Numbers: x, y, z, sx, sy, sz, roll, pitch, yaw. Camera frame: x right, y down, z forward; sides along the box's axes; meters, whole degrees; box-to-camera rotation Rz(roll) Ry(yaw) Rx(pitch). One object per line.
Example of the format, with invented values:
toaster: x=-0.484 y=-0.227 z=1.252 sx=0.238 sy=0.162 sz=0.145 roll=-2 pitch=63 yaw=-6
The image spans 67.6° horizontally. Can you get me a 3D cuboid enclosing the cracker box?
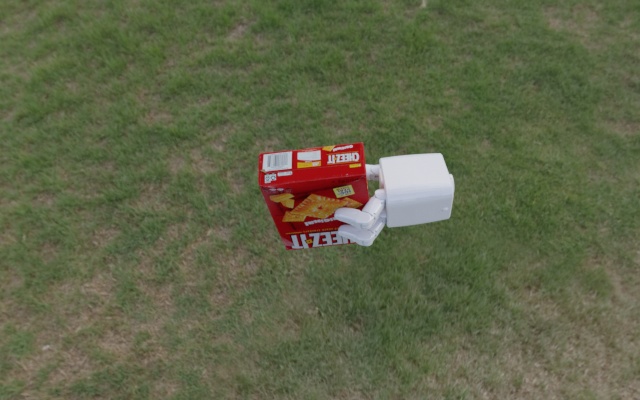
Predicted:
cracker box: x=0.000 y=0.002 z=0.798 sx=0.164 sy=0.072 sz=0.214 roll=-6 pitch=-34 yaw=5
